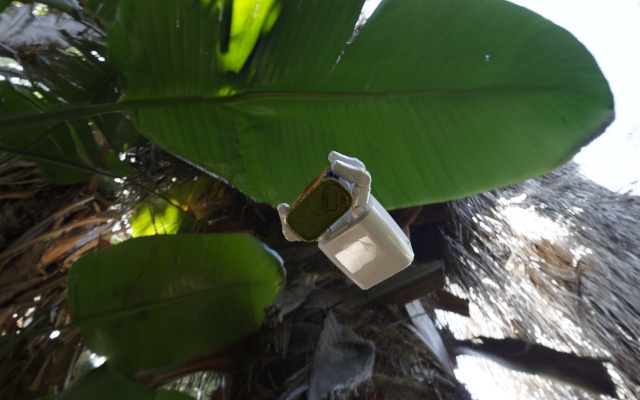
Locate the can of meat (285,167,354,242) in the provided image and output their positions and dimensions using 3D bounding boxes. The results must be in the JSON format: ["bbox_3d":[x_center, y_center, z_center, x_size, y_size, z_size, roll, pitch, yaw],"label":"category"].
[{"bbox_3d":[0.000,0.002,0.714,0.102,0.057,0.084,-44,11,15],"label":"can of meat"}]
